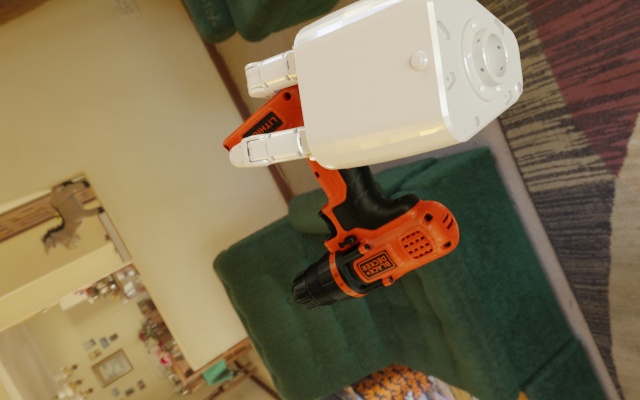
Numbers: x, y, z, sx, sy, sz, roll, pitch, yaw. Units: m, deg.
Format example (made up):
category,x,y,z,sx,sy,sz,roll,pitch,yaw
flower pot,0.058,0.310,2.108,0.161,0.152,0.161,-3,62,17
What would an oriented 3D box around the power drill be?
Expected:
category,x,y,z,sx,sy,sz,roll,pitch,yaw
power drill,0.000,0.001,0.423,0.184,0.187,0.057,-33,7,35
